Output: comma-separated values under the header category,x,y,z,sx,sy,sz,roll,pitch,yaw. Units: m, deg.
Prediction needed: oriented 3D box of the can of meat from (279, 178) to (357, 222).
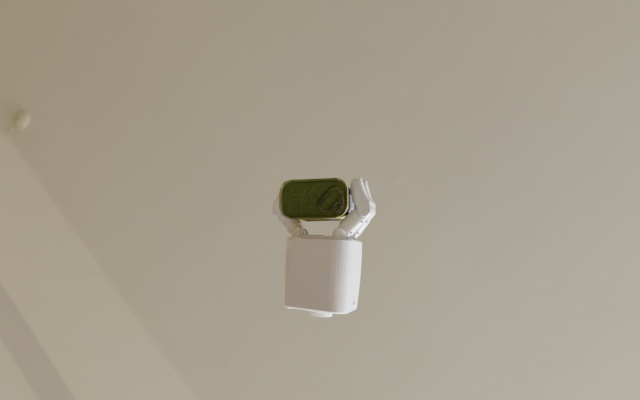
category,x,y,z,sx,sy,sz,roll,pitch,yaw
can of meat,0.000,0.002,0.719,0.102,0.057,0.084,-2,-8,15
